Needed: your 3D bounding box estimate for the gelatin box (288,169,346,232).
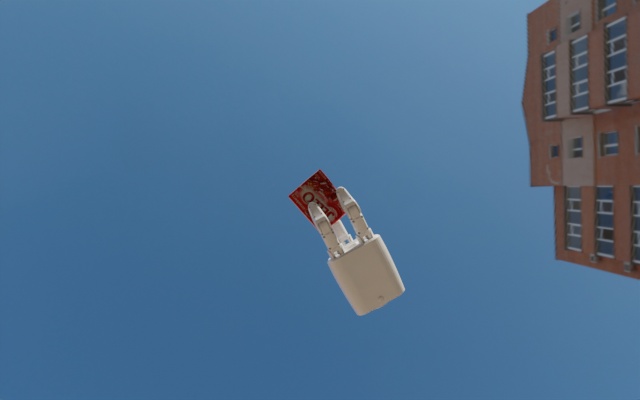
[{"bbox_3d":[0.000,0.002,0.827,0.073,0.089,0.030,-41,-3,-5],"label":"gelatin box"}]
